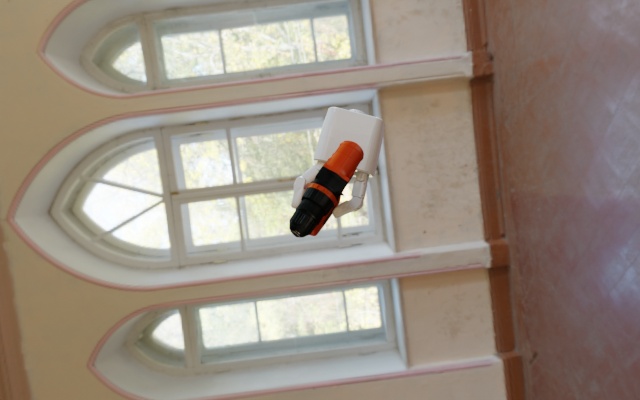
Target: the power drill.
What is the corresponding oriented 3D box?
[{"bbox_3d":[0.000,0.003,0.823,0.057,0.184,0.188,35,-20,2],"label":"power drill"}]
